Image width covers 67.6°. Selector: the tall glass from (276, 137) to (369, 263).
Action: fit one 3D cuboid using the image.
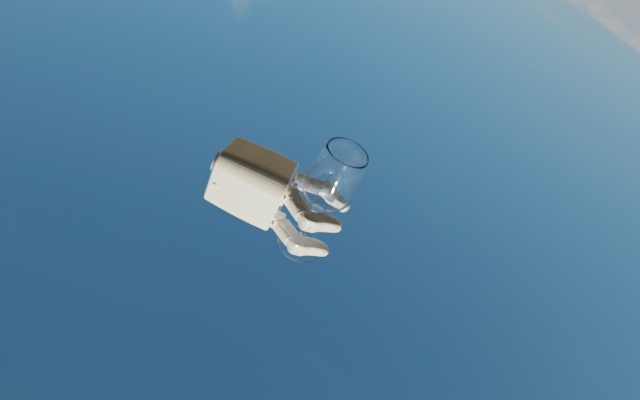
[{"bbox_3d":[0.000,0.003,0.702,0.079,0.079,0.201,0,-42,-31],"label":"tall glass"}]
